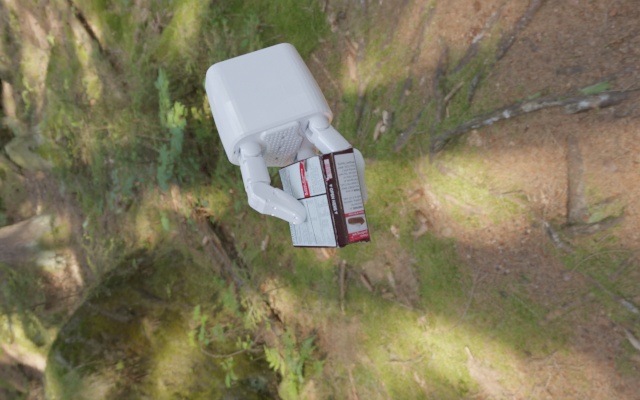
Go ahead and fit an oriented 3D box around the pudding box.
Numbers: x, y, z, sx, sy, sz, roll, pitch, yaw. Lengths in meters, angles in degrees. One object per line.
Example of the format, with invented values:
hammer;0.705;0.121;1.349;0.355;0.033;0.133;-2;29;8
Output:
pudding box;0.000;0.002;0.478;0.039;0.090;0.113;-12;1;-24
